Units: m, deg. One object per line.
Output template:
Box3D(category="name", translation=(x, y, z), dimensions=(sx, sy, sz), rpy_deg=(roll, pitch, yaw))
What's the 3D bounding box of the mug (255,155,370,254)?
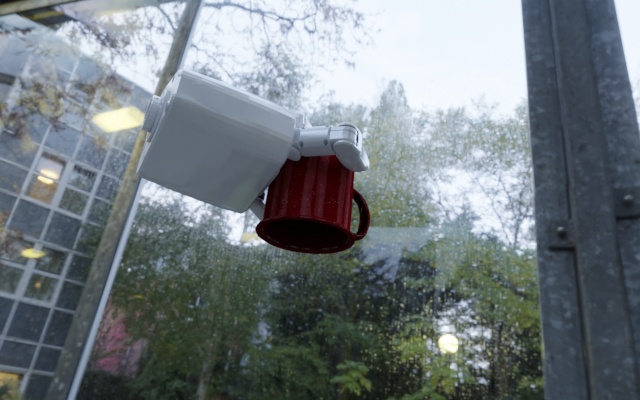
Box3D(category="mug", translation=(0.001, 0.002, 0.464), dimensions=(0.117, 0.081, 0.093), rpy_deg=(19, -28, -25))
